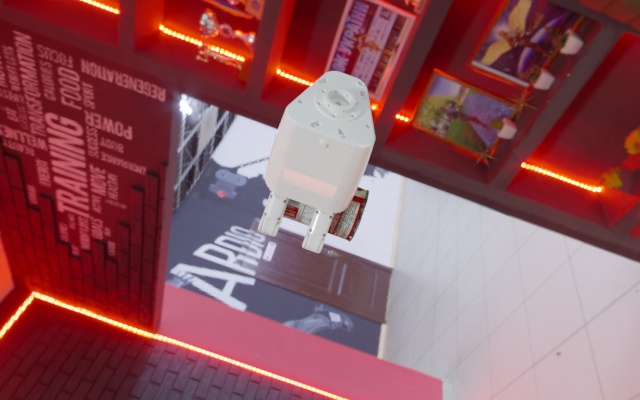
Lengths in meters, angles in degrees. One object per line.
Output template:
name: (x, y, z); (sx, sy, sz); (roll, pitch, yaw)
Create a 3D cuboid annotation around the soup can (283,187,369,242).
soup can: (0.000, 0.002, 0.586); (0.102, 0.068, 0.068); (20, -1, -2)
